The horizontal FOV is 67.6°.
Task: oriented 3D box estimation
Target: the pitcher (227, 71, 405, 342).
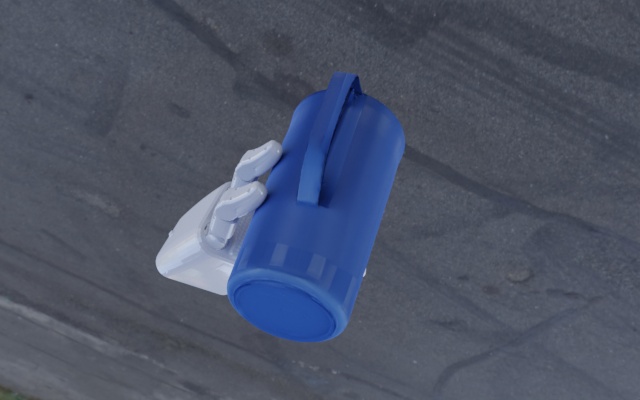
[{"bbox_3d":[0.000,0.002,0.468,0.145,0.242,0.149,-24,-57,39],"label":"pitcher"}]
